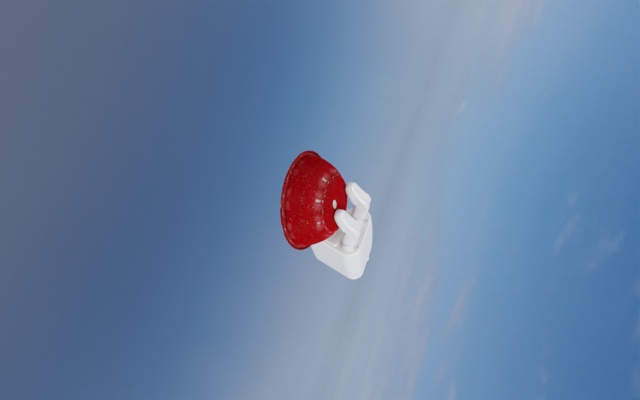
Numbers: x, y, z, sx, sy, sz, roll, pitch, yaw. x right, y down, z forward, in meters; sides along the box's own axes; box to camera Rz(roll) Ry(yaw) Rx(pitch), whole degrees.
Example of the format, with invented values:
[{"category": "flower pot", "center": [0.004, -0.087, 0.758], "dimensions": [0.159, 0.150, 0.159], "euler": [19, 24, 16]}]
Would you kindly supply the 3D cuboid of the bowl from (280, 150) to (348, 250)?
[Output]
[{"category": "bowl", "center": [0.000, 0.002, 0.757], "dimensions": [0.055, 0.162, 0.162], "euler": [7, 3, 27]}]
